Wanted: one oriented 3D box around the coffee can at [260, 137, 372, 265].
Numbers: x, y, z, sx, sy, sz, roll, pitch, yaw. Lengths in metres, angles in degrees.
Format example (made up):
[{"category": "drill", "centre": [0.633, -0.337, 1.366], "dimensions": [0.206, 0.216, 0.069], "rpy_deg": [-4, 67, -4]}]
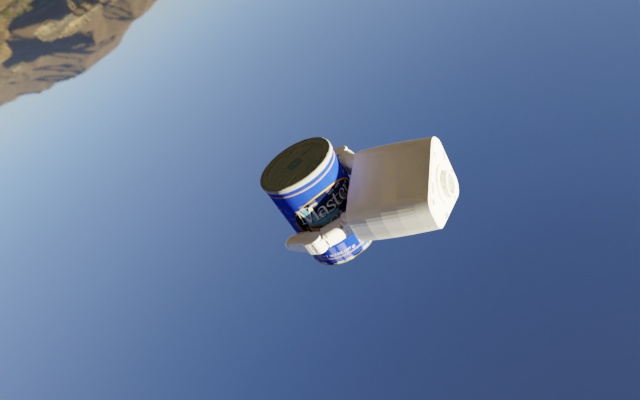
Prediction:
[{"category": "coffee can", "centre": [0.000, 0.002, 0.636], "dimensions": [0.103, 0.140, 0.102], "rpy_deg": [-24, 33, 16]}]
